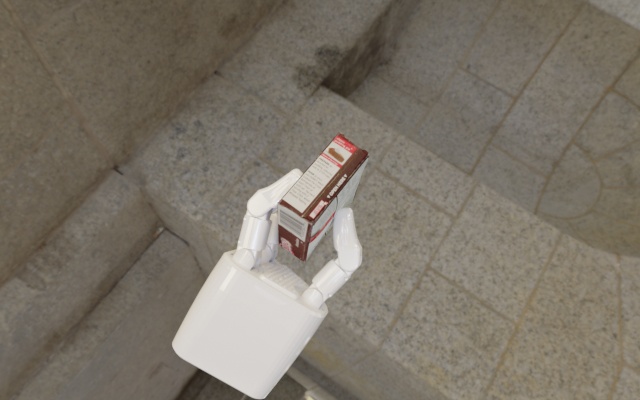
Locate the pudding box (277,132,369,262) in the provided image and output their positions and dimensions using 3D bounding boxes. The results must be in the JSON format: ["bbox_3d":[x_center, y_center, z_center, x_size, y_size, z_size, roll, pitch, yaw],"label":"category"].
[{"bbox_3d":[0.000,0.002,0.455,0.039,0.090,0.113,35,-22,9],"label":"pudding box"}]
